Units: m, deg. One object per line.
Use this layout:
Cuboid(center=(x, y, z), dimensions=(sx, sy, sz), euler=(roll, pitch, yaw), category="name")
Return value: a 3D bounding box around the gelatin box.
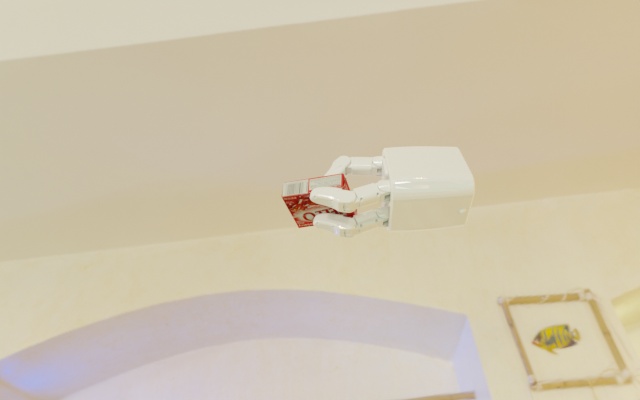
Cuboid(center=(0.000, 0.002, 0.659), dimensions=(0.089, 0.030, 0.073), euler=(-8, -40, 15), category="gelatin box")
